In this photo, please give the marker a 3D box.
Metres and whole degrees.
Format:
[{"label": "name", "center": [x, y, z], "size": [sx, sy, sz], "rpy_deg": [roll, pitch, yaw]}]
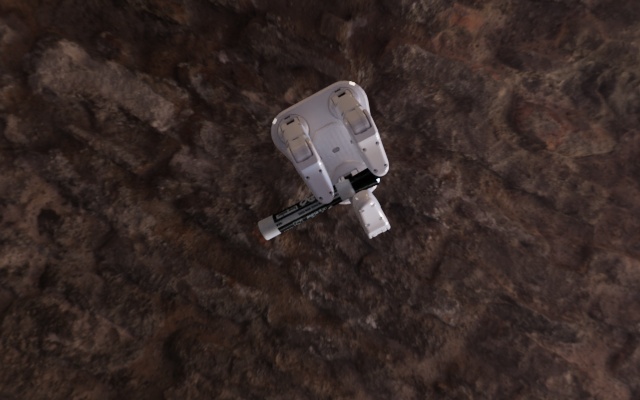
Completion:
[{"label": "marker", "center": [0.000, 0.001, 0.438], "size": [0.121, 0.020, 0.020], "rpy_deg": [-27, -2, 4]}]
